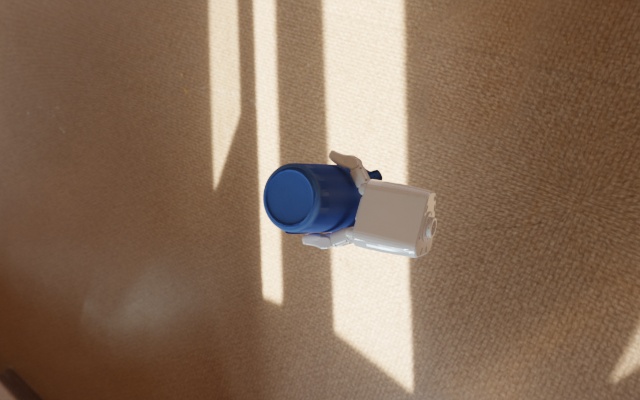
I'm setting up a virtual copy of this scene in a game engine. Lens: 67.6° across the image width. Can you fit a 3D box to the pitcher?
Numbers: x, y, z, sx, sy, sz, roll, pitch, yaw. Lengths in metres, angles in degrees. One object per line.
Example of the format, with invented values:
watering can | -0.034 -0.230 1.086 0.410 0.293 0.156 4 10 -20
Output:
pitcher | 0.000 0.003 0.840 0.145 0.149 0.243 13 6 27
